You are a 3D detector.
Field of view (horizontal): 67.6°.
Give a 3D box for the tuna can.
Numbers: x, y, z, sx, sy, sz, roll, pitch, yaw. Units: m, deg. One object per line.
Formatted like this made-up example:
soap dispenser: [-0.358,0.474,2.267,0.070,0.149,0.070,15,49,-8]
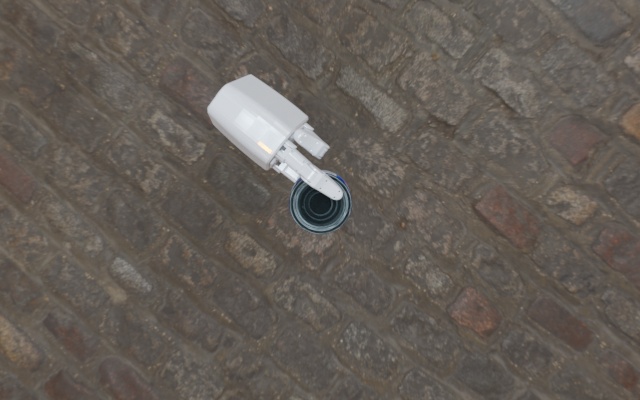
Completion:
tuna can: [0.000,0.002,0.648,0.086,0.086,0.033,0,10,0]
